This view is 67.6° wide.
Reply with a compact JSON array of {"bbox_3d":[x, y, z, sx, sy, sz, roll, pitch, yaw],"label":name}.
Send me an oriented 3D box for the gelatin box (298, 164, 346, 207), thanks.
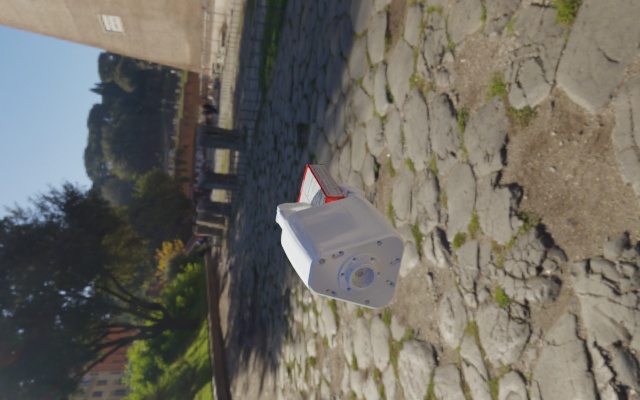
[{"bbox_3d":[0.000,0.002,0.664,0.030,0.073,0.089,-1,35,-23],"label":"gelatin box"}]
